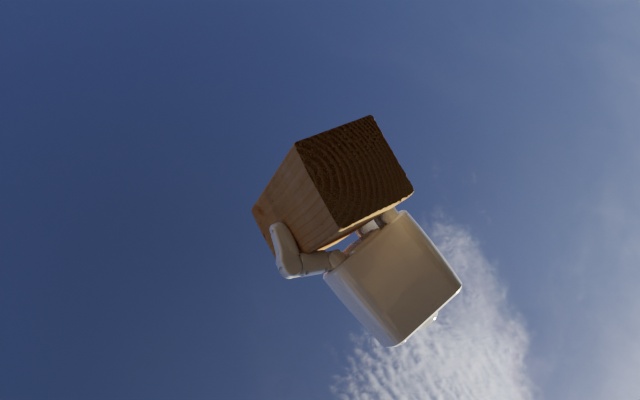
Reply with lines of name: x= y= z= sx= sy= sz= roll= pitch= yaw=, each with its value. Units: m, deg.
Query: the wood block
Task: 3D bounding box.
wood block: x=0.000 y=0.002 z=0.525 sx=0.091 sy=0.090 sz=0.206 roll=-25 pitch=-9 yaw=-25
